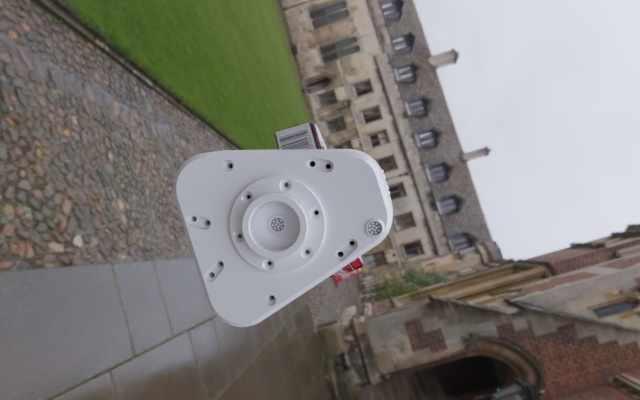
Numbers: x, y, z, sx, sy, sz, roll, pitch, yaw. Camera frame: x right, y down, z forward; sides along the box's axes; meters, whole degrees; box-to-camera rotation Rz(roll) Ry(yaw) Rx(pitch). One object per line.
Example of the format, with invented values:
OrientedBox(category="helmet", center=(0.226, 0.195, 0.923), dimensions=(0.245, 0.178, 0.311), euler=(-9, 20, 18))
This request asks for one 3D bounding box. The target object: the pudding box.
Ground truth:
OrientedBox(category="pudding box", center=(0.000, 0.001, 0.417), dimensions=(0.039, 0.113, 0.090), euler=(-17, -27, 7))
